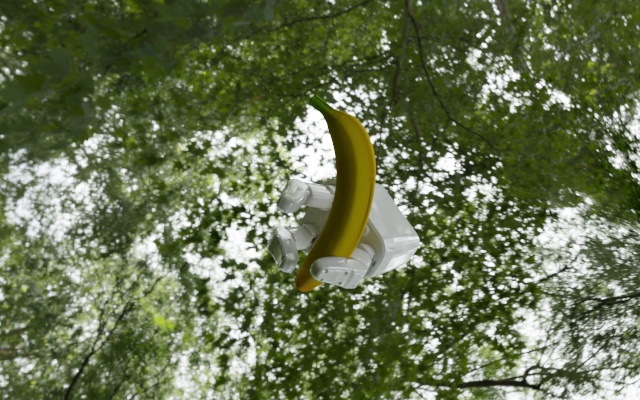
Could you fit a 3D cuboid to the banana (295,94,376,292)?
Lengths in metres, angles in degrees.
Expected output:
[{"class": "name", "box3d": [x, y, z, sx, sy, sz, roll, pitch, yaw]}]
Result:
[{"class": "banana", "box3d": [0.017, 0.002, 0.462, 0.069, 0.198, 0.037, 12, 14, 26]}]
